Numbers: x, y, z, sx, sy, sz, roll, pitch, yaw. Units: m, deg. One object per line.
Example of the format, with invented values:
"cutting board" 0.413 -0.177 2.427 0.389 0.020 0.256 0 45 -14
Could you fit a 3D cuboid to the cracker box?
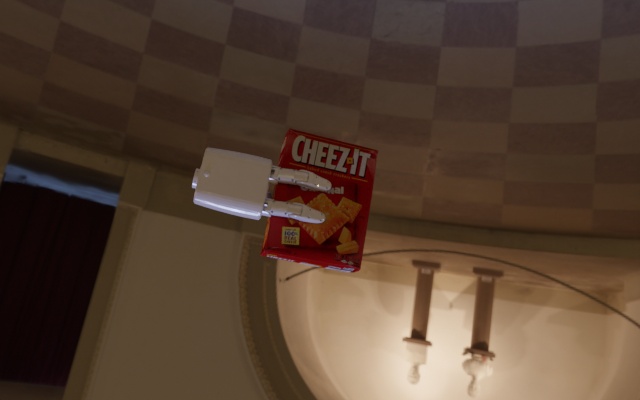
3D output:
"cracker box" 0.000 0.003 0.810 0.164 0.213 0.072 13 -14 -10
